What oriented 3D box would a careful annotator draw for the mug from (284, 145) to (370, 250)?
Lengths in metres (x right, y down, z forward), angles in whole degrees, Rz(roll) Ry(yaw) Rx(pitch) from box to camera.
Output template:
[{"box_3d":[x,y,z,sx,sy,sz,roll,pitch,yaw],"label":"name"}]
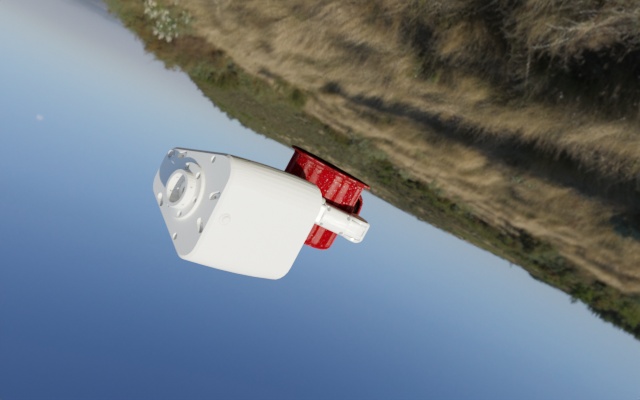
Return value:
[{"box_3d":[0.001,0.002,0.516,0.117,0.081,0.093,21,10,-46],"label":"mug"}]
